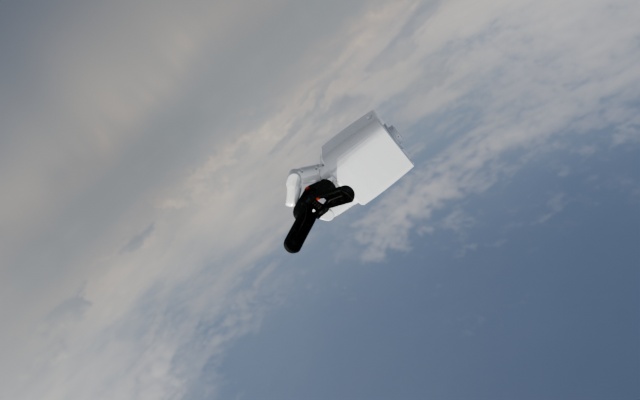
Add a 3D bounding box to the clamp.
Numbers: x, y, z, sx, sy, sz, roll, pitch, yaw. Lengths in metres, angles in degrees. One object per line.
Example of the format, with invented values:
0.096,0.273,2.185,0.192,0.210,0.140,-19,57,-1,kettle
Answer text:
0.000,0.003,0.695,0.120,0.039,0.171,-35,18,14,clamp
